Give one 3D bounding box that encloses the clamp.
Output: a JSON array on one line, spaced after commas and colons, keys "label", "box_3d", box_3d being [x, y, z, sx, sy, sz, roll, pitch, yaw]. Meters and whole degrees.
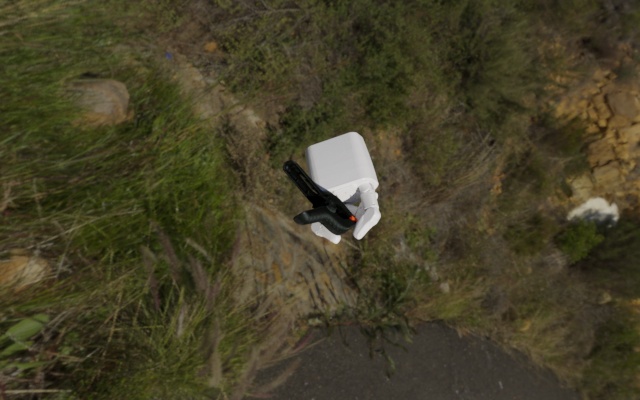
[{"label": "clamp", "box_3d": [0.001, 0.002, 0.787, 0.039, 0.120, 0.171, -26, -29, 25]}]
